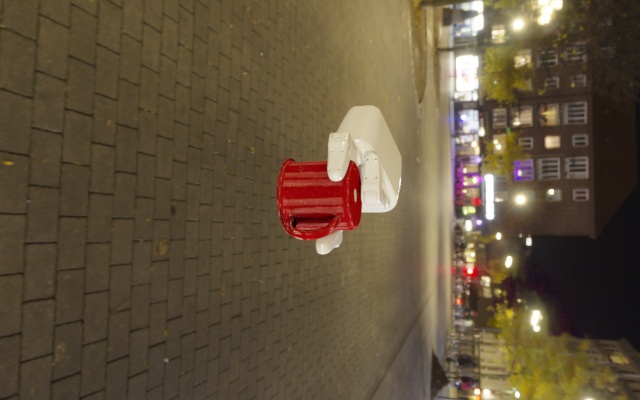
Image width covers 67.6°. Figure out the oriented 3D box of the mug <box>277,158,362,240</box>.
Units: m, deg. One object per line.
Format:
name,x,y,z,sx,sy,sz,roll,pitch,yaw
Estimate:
mug,0.000,0.003,0.555,0.081,0.093,0.117,-1,37,17
